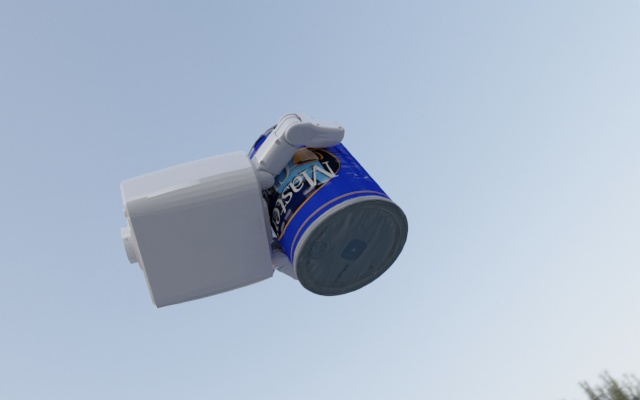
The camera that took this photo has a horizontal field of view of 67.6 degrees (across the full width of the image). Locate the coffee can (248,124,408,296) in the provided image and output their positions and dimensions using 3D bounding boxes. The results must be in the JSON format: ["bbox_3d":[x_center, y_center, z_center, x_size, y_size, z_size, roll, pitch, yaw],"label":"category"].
[{"bbox_3d":[0.000,0.001,0.438,0.103,0.103,0.140,0,35,-29],"label":"coffee can"}]
